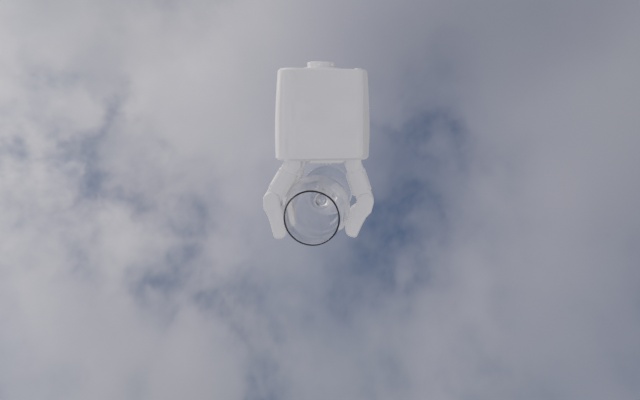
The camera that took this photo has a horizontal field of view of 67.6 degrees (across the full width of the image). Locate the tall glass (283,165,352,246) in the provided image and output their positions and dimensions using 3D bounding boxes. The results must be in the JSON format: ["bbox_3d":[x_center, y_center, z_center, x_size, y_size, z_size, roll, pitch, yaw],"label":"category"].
[{"bbox_3d":[0.000,0.002,0.609,0.079,0.079,0.201,0,10,6],"label":"tall glass"}]
